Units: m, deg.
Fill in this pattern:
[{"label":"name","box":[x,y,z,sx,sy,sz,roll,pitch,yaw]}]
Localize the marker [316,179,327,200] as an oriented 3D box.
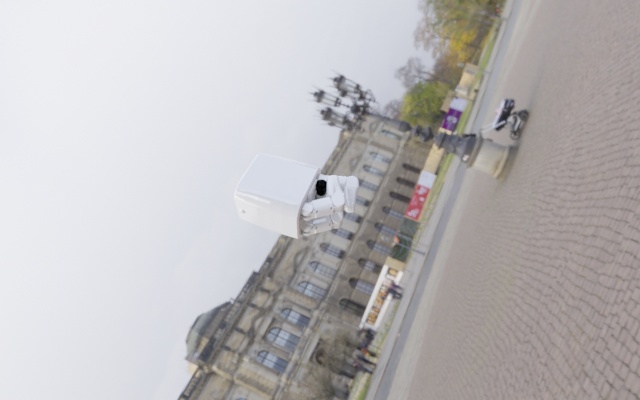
[{"label":"marker","box":[0.000,0.003,0.782,0.020,0.020,0.121,0,-30,-2]}]
